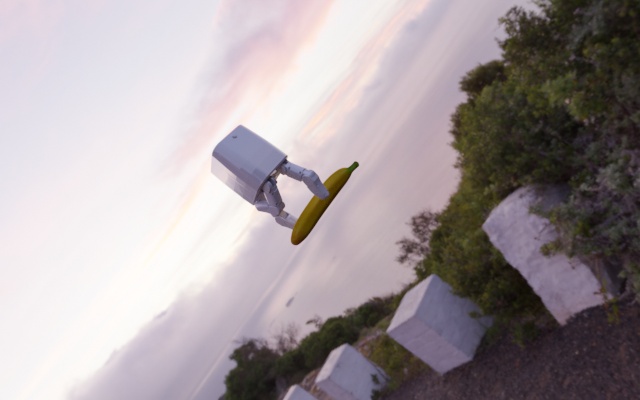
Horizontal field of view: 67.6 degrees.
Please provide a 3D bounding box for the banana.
[{"bbox_3d":[-0.001,0.005,0.892,0.037,0.197,0.070,36,-17,1],"label":"banana"}]
